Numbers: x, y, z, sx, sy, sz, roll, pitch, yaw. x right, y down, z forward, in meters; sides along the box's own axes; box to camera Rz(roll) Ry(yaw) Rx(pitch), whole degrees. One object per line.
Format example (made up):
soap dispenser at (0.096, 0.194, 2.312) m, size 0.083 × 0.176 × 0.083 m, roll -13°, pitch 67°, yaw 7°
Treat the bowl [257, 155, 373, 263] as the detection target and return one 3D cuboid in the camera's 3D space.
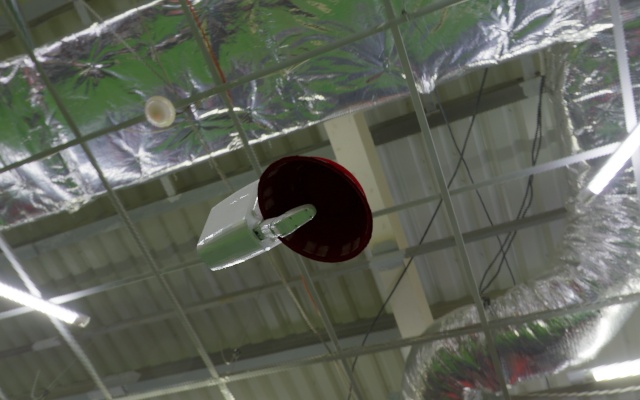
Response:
bowl at (0.001, 0.002, 0.625) m, size 0.162 × 0.162 × 0.055 m, roll 0°, pitch 32°, yaw 29°
